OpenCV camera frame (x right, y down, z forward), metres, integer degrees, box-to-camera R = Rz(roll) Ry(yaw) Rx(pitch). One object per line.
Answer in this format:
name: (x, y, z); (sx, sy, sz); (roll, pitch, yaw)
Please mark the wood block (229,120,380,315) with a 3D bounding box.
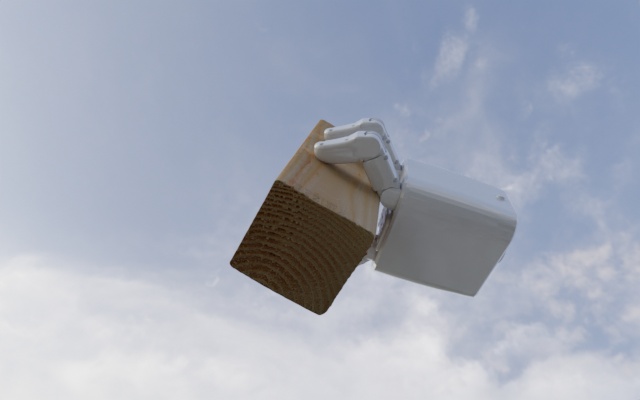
wood block: (0.000, 0.002, 0.463); (0.090, 0.091, 0.206); (30, 23, -3)
